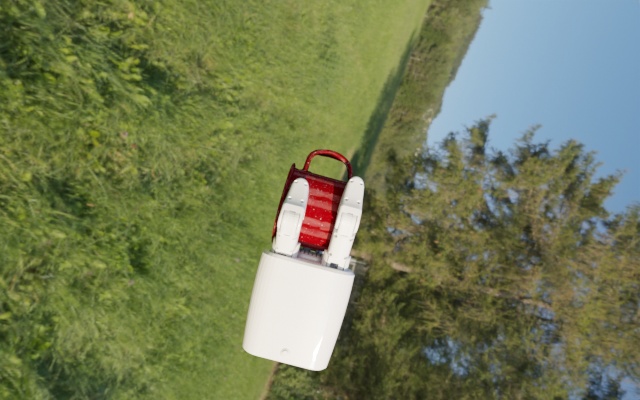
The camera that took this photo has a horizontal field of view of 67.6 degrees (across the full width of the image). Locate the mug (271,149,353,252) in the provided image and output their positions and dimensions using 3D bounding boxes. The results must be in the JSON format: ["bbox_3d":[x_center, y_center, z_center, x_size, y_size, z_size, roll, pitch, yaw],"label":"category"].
[{"bbox_3d":[0.001,0.000,0.531,0.081,0.117,0.093,15,2,0],"label":"mug"}]
